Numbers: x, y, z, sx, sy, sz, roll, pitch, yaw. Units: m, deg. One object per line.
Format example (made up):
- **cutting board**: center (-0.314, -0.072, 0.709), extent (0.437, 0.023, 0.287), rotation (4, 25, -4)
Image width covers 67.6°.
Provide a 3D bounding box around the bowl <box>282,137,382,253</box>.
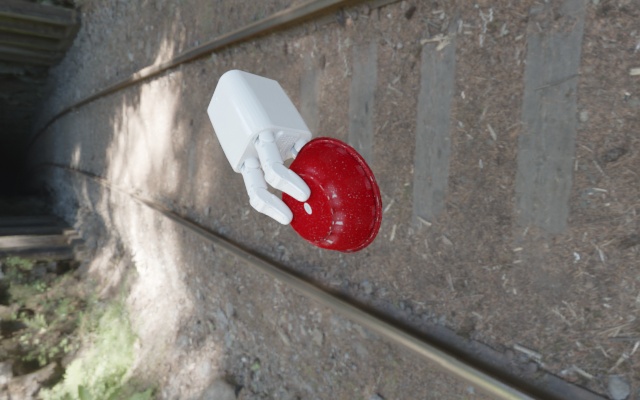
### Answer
- **bowl**: center (0.001, 0.003, 0.619), extent (0.162, 0.162, 0.055), rotation (0, 18, 46)
